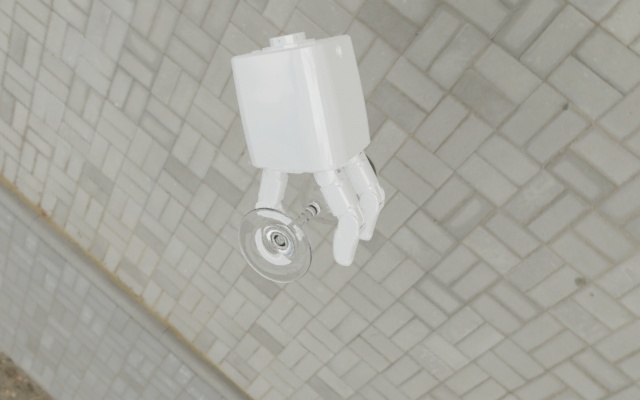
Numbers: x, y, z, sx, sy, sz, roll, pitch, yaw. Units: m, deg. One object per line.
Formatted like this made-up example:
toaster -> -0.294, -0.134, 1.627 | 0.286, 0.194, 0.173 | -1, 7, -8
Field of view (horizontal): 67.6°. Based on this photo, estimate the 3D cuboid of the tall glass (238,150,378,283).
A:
tall glass -> 0.000, 0.002, 0.501 | 0.079, 0.079, 0.201 | 0, 23, 27
